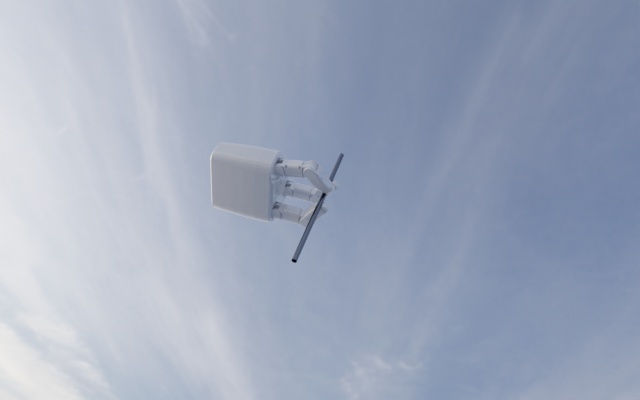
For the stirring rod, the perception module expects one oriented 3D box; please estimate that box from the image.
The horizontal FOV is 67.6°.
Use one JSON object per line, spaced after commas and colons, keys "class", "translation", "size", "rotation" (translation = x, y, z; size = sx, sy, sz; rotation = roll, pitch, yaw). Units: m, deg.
{"class": "stirring rod", "translation": [0.000, 0.002, 0.732], "size": [0.011, 0.011, 0.239], "rotation": [0, 42, 24]}
